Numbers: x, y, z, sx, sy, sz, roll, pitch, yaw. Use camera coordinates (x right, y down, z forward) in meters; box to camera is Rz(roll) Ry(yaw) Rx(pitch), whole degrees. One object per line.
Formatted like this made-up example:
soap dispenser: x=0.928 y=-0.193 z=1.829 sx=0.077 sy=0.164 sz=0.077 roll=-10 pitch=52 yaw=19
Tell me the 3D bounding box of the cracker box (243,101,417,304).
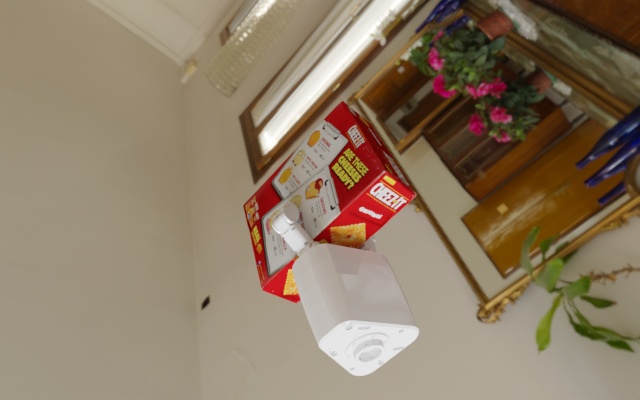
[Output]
cracker box: x=0.000 y=0.002 z=0.620 sx=0.072 sy=0.214 sz=0.164 roll=31 pitch=24 yaw=-37
